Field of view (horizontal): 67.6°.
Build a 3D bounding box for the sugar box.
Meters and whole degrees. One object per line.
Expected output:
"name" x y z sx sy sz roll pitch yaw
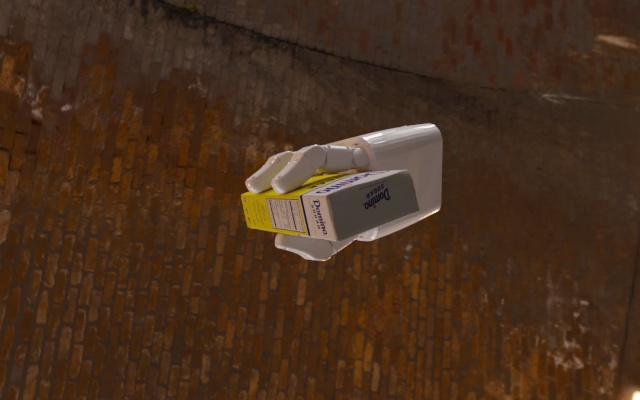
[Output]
"sugar box" 0.000 0.001 0.465 0.093 0.048 0.176 -18 7 -31
